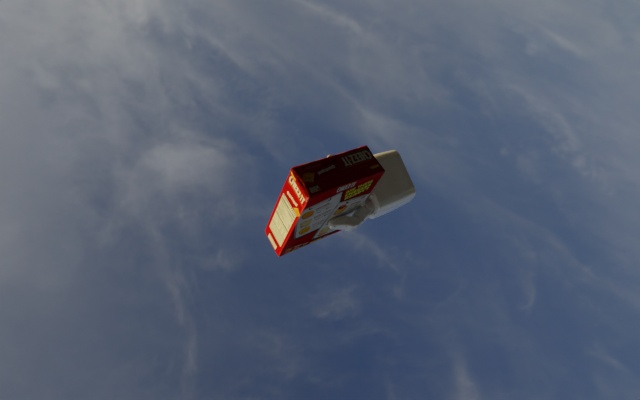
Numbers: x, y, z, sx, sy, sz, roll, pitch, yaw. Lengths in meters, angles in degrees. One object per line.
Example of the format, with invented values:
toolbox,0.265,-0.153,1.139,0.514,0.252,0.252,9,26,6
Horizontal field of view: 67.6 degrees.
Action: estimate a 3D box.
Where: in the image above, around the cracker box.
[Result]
cracker box,0.000,0.003,0.878,0.164,0.072,0.214,-20,-24,-30
